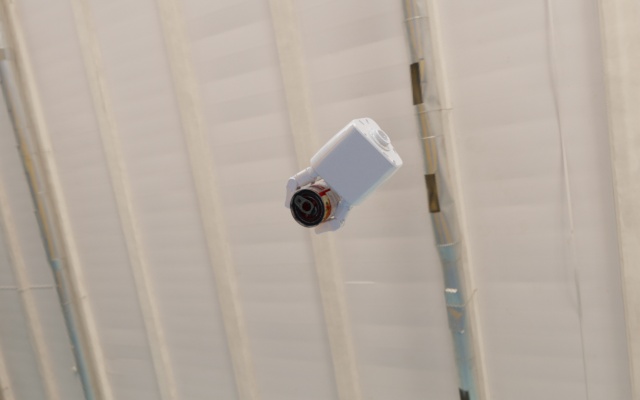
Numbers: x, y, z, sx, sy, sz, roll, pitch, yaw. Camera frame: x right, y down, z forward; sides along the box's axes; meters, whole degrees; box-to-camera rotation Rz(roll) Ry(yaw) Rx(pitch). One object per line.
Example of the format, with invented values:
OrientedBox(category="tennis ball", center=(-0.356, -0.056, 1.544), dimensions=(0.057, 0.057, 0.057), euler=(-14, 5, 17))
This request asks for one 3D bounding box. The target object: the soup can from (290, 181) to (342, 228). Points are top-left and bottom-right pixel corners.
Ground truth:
OrientedBox(category="soup can", center=(0.000, 0.003, 0.848), dimensions=(0.068, 0.068, 0.102), euler=(0, 12, 27))
